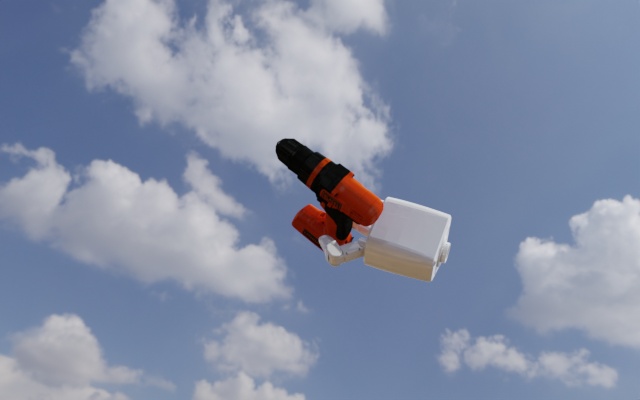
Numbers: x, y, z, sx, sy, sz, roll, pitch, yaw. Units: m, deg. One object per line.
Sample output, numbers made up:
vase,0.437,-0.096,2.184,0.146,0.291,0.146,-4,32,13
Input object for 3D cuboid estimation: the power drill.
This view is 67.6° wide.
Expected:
power drill,0.000,0.003,0.748,0.184,0.057,0.188,39,-25,12
